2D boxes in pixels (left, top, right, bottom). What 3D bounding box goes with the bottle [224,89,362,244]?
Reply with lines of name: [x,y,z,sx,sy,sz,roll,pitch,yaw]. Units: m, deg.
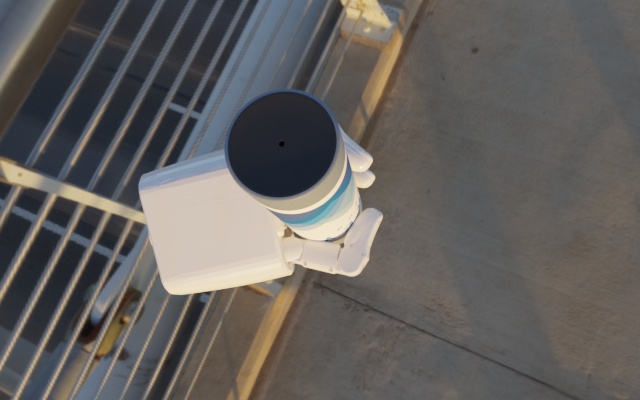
bottle: [0.000,0.001,0.405,0.069,0.069,0.296,0,-13,9]
